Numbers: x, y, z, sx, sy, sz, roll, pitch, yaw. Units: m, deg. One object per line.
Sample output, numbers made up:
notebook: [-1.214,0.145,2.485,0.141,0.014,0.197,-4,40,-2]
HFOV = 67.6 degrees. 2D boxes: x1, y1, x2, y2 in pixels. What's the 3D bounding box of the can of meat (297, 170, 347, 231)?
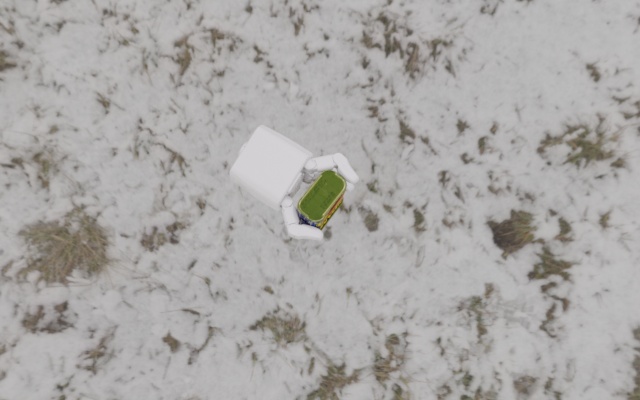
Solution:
can of meat: [0.000,0.003,0.838,0.057,0.102,0.084,36,-17,7]
